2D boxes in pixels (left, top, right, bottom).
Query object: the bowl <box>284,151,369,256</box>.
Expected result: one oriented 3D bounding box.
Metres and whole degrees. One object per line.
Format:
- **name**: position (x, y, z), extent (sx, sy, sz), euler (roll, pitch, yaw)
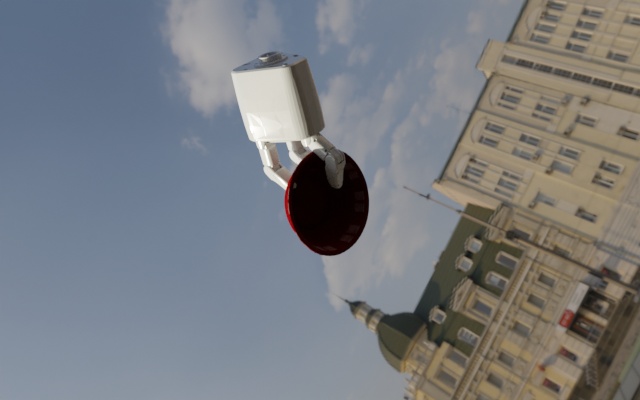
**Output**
- **bowl**: position (0.000, 0.004, 0.729), extent (0.162, 0.162, 0.055), euler (0, -2, -40)
